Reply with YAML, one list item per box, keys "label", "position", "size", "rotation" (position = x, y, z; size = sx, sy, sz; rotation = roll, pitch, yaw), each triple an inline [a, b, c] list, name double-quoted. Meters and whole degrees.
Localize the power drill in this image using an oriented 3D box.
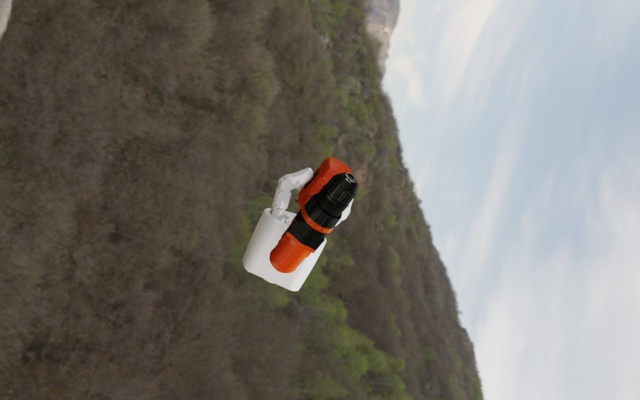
- label: "power drill"
  position: [0.000, 0.002, 0.723]
  size: [0.057, 0.184, 0.187]
  rotation: [37, 27, -7]
